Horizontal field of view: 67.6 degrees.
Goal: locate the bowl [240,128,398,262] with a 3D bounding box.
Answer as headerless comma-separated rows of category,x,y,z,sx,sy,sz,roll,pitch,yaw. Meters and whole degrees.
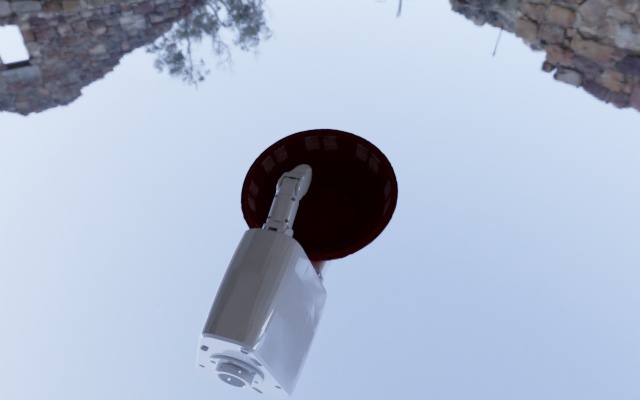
bowl,0.001,0.001,0.510,0.162,0.162,0.055,0,-31,6
